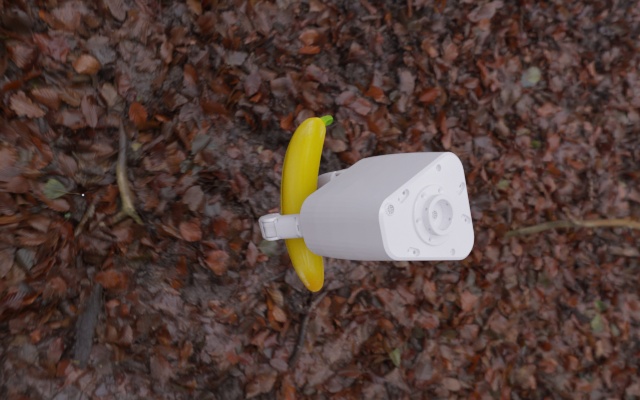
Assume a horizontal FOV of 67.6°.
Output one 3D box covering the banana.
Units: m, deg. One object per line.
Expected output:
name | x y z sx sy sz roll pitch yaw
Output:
banana | -0.013 -0.005 0.500 0.069 0.197 0.037 14 -12 -43
